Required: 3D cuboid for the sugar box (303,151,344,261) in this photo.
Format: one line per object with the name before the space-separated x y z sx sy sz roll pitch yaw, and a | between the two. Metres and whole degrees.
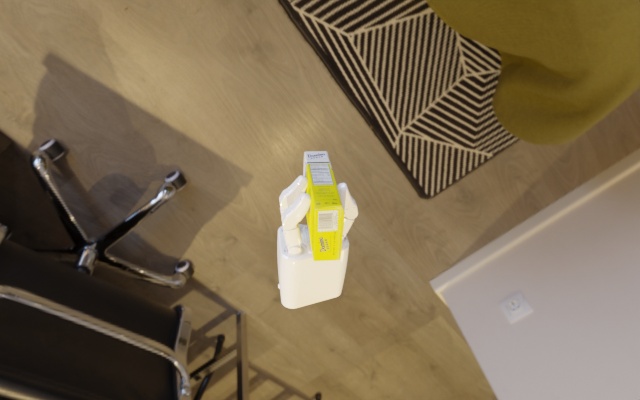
sugar box | 0.000 0.003 0.734 0.048 0.093 0.176 -3 31 -9
